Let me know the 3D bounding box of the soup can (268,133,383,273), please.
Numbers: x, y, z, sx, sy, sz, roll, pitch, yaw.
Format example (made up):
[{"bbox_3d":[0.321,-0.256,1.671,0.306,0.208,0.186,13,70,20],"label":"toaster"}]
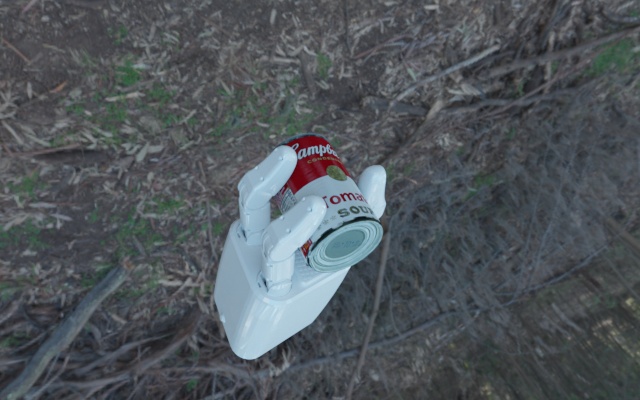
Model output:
[{"bbox_3d":[0.000,0.001,0.404,0.068,0.102,0.069,-19,-36,-15],"label":"soup can"}]
